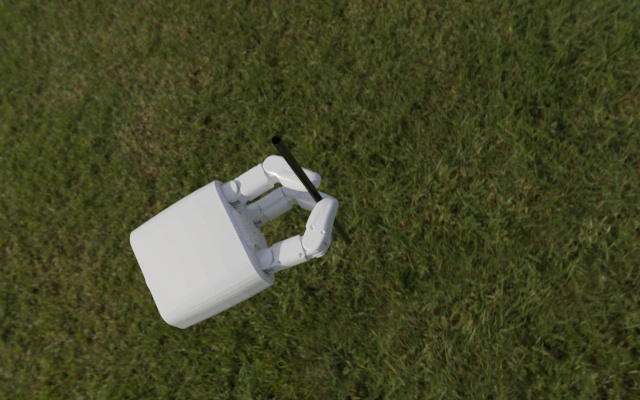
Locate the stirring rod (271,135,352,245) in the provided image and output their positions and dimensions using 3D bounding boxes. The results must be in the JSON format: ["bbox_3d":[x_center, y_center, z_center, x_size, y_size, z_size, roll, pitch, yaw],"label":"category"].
[{"bbox_3d":[0.000,0.002,0.477,0.011,0.011,0.240,0,-24,18],"label":"stirring rod"}]
